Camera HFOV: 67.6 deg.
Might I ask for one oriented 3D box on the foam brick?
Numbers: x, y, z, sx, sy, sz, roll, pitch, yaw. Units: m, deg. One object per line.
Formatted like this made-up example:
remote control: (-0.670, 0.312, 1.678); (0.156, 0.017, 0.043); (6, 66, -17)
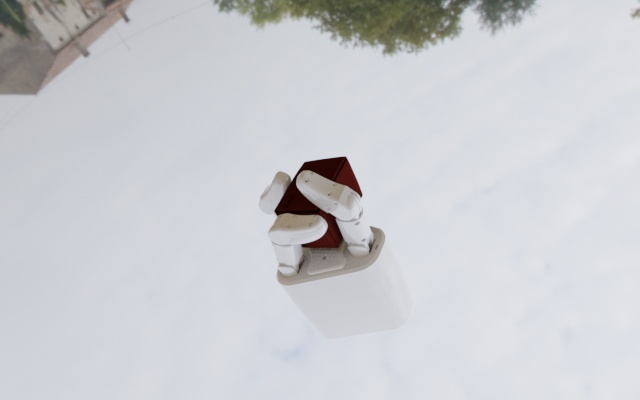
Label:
foam brick: (0.000, 0.001, 0.476); (0.053, 0.051, 0.078); (-3, 42, 34)
